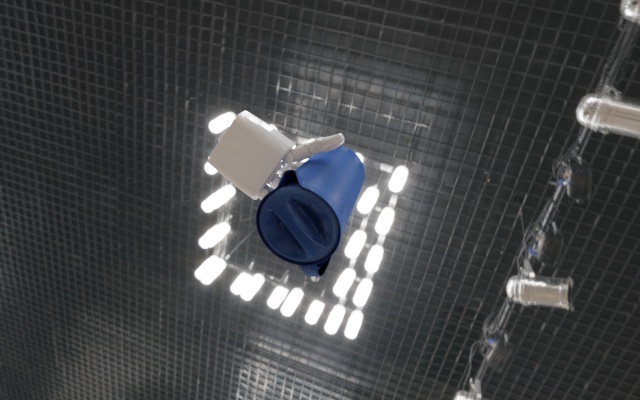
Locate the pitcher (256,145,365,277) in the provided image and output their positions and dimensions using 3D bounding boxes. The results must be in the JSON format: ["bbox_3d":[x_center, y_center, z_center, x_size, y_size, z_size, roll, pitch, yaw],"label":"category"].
[{"bbox_3d":[0.000,0.002,0.805,0.145,0.149,0.242,36,30,0],"label":"pitcher"}]
